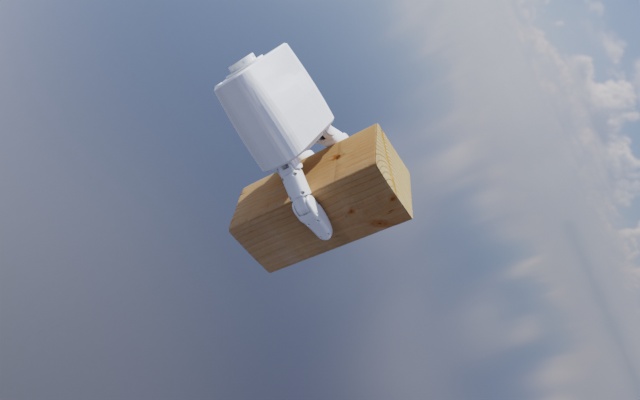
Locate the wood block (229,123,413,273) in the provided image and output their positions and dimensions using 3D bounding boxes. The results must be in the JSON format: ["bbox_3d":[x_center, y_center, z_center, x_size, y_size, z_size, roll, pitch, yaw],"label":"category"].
[{"bbox_3d":[0.000,0.002,0.595,0.206,0.090,0.090,-24,33,25],"label":"wood block"}]
